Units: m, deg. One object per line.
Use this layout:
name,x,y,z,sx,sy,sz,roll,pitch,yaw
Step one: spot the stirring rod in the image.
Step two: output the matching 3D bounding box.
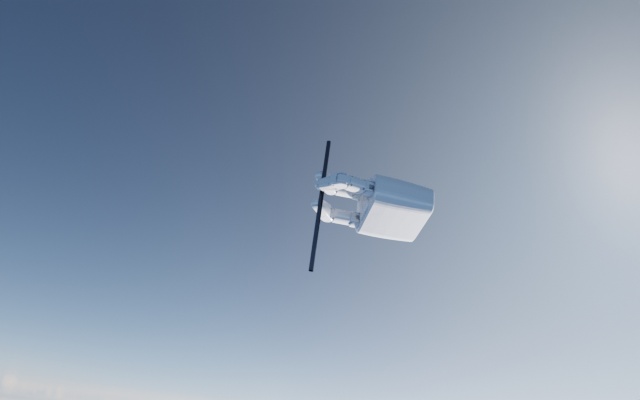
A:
stirring rod,0.000,0.003,0.794,0.011,0.239,0.011,6,-26,3
